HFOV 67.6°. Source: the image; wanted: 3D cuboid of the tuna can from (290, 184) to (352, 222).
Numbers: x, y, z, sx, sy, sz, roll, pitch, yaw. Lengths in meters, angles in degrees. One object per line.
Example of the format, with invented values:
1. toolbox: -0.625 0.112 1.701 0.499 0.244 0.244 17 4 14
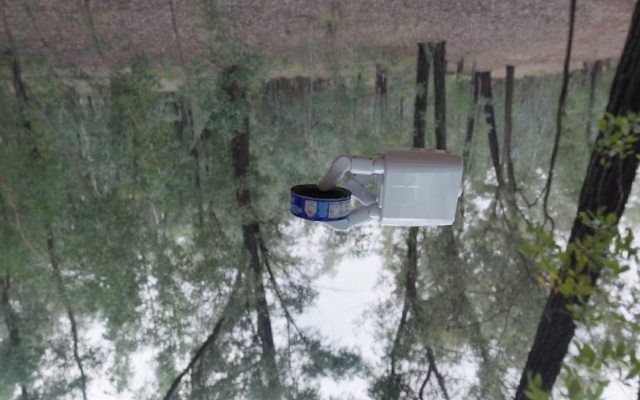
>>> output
1. tuna can: 0.000 0.003 0.667 0.086 0.034 0.086 4 14 -1
